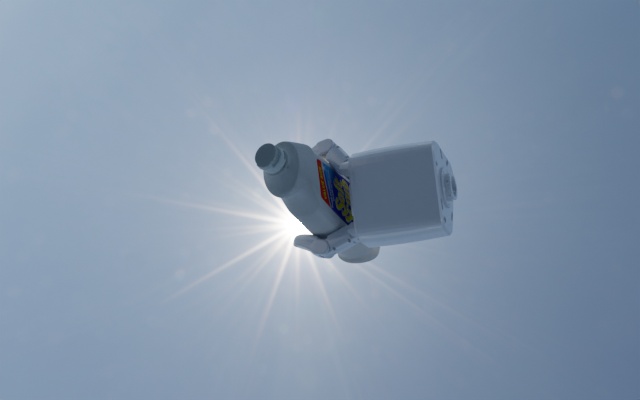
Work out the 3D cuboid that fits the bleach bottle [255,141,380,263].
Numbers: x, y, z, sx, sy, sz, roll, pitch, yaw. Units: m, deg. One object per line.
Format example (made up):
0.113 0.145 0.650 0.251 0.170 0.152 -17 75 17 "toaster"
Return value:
0.000 0.002 0.613 0.068 0.102 0.251 -9 -25 27 "bleach bottle"
